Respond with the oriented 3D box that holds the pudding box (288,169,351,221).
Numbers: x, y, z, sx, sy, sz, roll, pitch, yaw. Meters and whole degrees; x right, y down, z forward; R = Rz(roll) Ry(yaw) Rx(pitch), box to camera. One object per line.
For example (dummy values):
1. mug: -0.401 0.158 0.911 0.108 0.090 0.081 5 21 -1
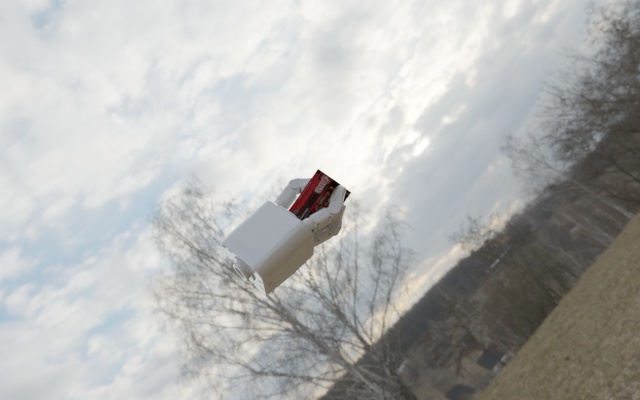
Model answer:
1. pudding box: 0.000 0.003 0.809 0.039 0.090 0.113 38 4 19
